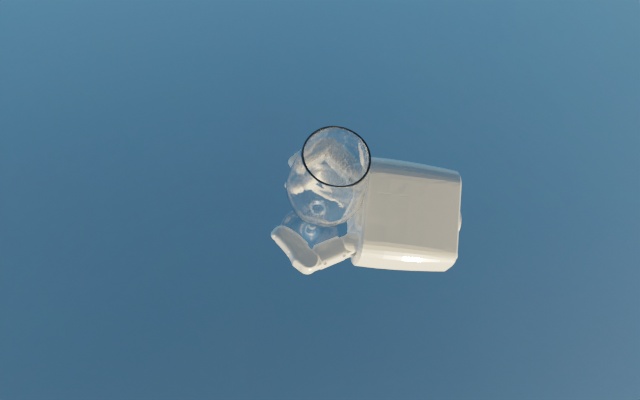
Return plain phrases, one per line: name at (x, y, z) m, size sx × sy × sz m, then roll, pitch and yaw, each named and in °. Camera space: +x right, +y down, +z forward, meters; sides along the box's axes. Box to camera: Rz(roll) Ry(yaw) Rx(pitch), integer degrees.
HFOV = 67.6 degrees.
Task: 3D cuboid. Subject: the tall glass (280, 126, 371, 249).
tall glass at (0.000, 0.002, 0.503) m, size 0.079 × 0.079 × 0.201 m, roll 0°, pitch -24°, yaw -9°
